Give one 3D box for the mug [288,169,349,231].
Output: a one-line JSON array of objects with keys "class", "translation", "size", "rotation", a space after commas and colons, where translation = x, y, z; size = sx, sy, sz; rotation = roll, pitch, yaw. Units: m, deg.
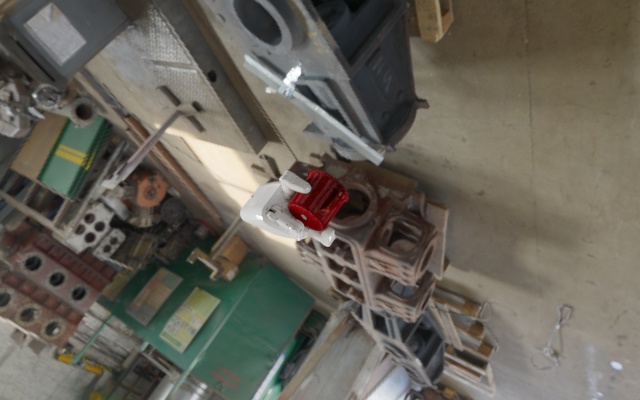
[{"class": "mug", "translation": [0.001, 0.003, 0.879], "size": [0.093, 0.081, 0.117], "rotation": [47, -24, -26]}]
